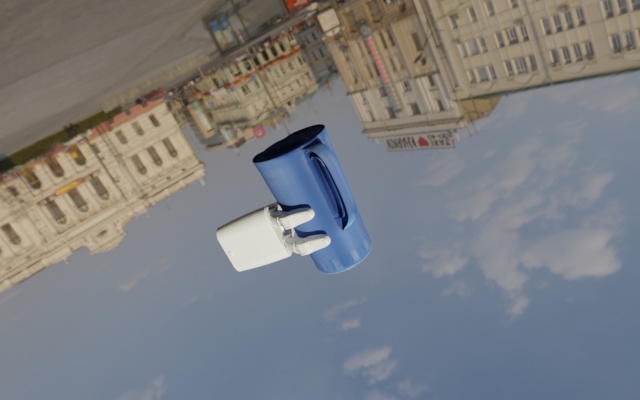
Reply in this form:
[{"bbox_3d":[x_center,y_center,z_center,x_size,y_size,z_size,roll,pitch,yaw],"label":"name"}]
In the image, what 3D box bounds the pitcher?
[{"bbox_3d":[0.000,0.003,0.813,0.145,0.243,0.149,-21,20,17],"label":"pitcher"}]
